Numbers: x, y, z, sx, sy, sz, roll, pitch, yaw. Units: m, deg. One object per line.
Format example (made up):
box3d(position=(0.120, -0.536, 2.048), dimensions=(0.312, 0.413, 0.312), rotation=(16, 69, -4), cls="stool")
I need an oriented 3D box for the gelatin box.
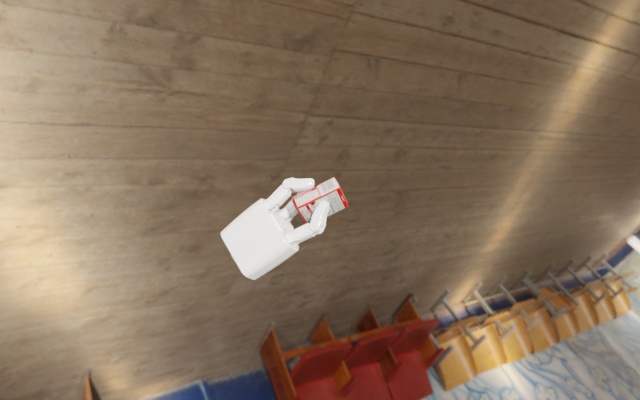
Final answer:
box3d(position=(0.001, 0.003, 0.883), dimensions=(0.089, 0.030, 0.073), rotation=(-26, -33, 2), cls="gelatin box")
